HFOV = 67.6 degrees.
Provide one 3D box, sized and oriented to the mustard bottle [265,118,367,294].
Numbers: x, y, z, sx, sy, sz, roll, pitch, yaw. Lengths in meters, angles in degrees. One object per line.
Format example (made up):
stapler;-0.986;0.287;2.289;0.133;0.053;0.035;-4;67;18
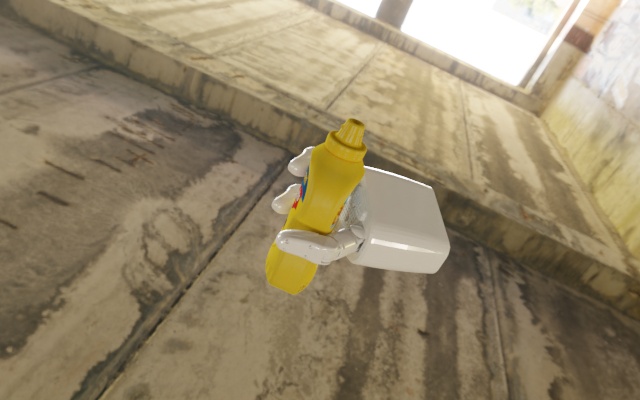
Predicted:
mustard bottle;0.000;0.002;0.503;0.058;0.192;0.096;25;29;-1
